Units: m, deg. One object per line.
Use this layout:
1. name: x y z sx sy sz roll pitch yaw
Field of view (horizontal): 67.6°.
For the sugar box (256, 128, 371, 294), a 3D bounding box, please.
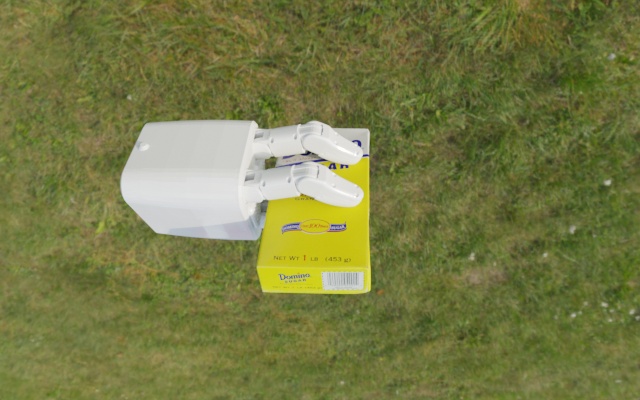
1. sugar box: 0.000 0.001 0.447 0.093 0.176 0.048 1 -40 4
